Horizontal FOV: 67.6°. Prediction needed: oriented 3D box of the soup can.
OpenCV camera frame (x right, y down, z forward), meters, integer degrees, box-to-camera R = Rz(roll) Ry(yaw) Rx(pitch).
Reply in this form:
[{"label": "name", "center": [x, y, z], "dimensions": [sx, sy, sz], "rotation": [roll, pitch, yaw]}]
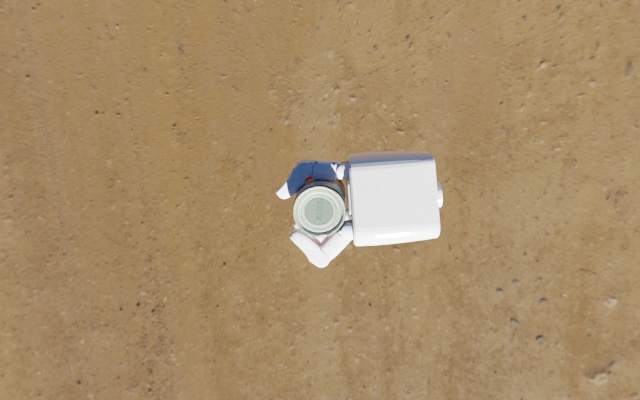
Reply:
[{"label": "soup can", "center": [0.000, 0.002, 0.628], "dimensions": [0.068, 0.068, 0.102], "rotation": [0, 14, 2]}]
